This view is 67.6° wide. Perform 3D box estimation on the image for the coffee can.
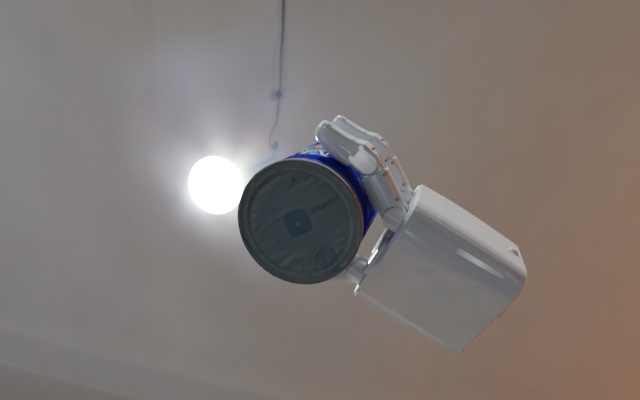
[{"bbox_3d":[0.000,0.001,0.437,0.103,0.103,0.140,0,14,16],"label":"coffee can"}]
